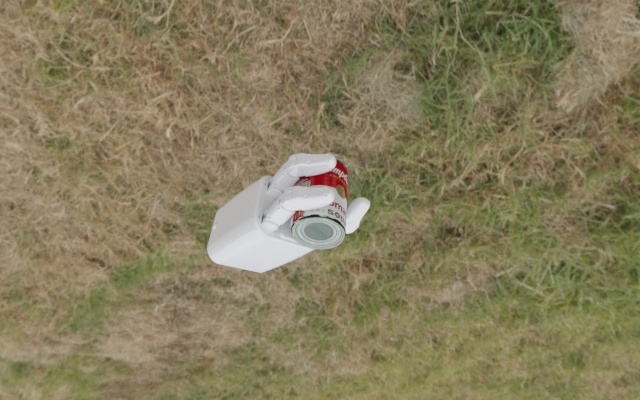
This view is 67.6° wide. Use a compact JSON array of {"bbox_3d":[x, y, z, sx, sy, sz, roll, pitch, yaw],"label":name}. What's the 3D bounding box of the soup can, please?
[{"bbox_3d":[0.001,0.002,0.603,0.068,0.102,0.069,3,-41,2],"label":"soup can"}]
